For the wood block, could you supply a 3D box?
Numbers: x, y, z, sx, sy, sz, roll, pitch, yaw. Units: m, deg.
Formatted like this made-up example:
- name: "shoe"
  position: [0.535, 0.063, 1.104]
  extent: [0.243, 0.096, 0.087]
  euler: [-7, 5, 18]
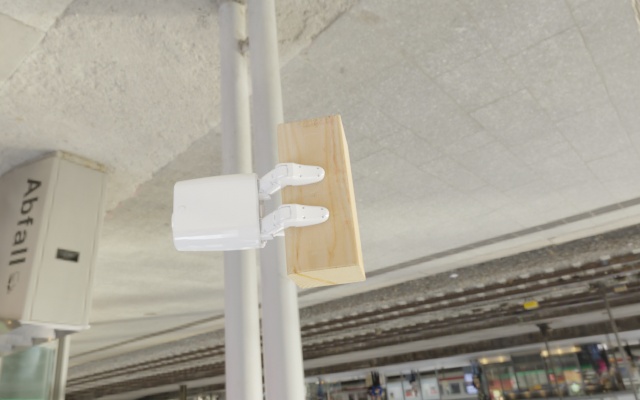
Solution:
- name: "wood block"
  position: [0.000, 0.002, 0.636]
  extent: [0.090, 0.206, 0.091]
  euler: [-8, -22, 6]
